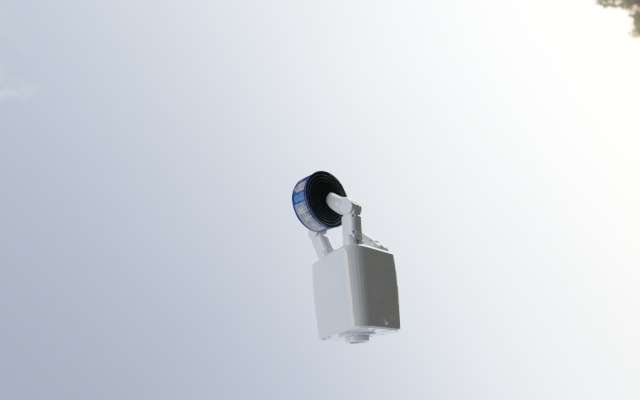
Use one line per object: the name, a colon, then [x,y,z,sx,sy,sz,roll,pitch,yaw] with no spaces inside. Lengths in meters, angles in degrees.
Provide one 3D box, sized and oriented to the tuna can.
tuna can: [0.000,0.002,0.693,0.086,0.086,0.034,0,-17,-45]
